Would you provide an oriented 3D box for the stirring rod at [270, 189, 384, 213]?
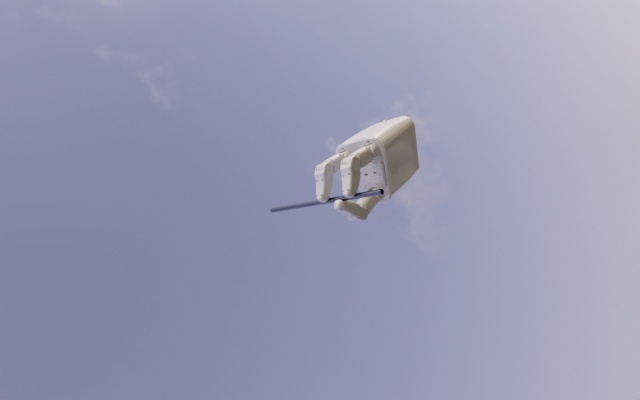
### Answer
[{"bbox_3d":[0.000,0.002,0.728,0.011,0.011,0.239,0,-7,-44],"label":"stirring rod"}]
